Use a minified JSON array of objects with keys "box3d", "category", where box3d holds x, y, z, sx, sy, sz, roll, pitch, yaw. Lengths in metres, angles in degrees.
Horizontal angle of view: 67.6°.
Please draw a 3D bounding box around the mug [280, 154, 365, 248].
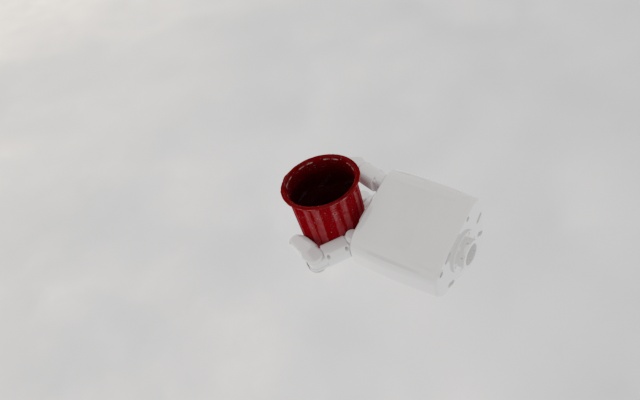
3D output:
[{"box3d":[-0.001,0.002,0.572,0.117,0.082,0.093,22,56,37],"category":"mug"}]
